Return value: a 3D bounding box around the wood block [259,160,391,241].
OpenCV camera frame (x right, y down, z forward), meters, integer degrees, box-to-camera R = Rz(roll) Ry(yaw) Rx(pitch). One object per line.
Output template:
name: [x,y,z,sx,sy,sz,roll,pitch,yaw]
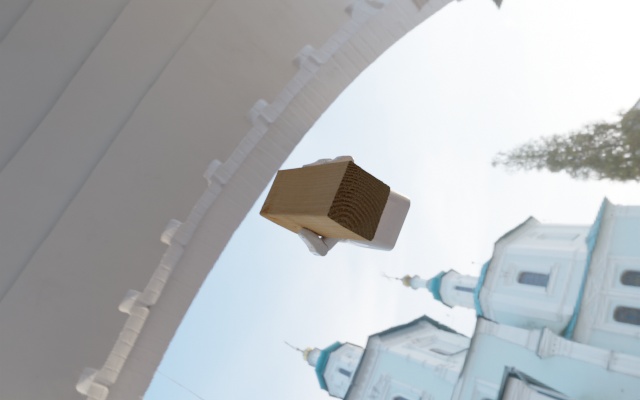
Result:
wood block: [0.000,0.003,0.759,0.090,0.090,0.206,30,-17,-30]
